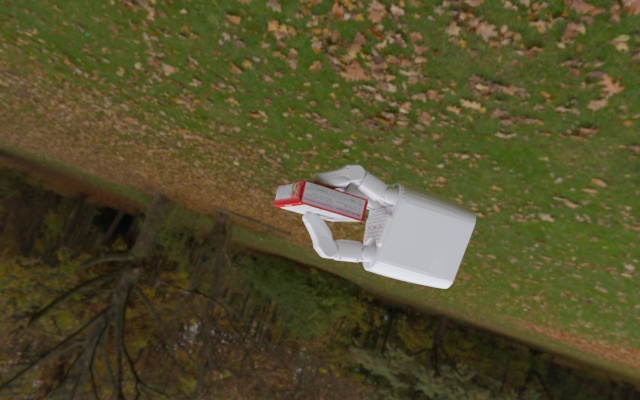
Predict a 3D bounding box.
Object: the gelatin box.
[{"bbox_3d":[0.000,0.002,0.568,0.089,0.030,0.073,16,-10,-26],"label":"gelatin box"}]
